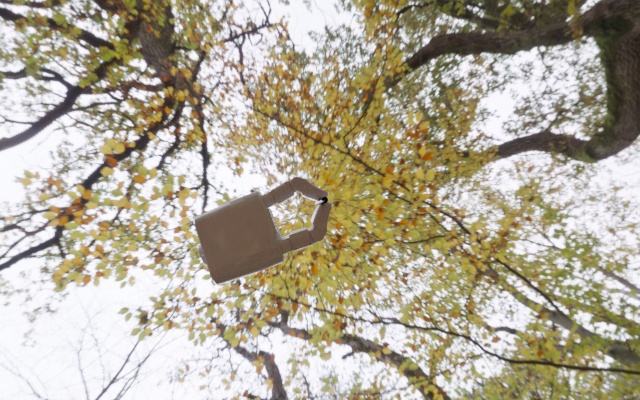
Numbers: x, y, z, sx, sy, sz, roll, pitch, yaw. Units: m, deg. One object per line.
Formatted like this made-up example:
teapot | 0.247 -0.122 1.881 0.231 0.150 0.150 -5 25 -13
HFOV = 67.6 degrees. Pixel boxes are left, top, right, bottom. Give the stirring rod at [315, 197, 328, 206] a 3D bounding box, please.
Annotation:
stirring rod | 0.000 0.002 0.717 0.011 0.011 0.239 0 -1 -3
